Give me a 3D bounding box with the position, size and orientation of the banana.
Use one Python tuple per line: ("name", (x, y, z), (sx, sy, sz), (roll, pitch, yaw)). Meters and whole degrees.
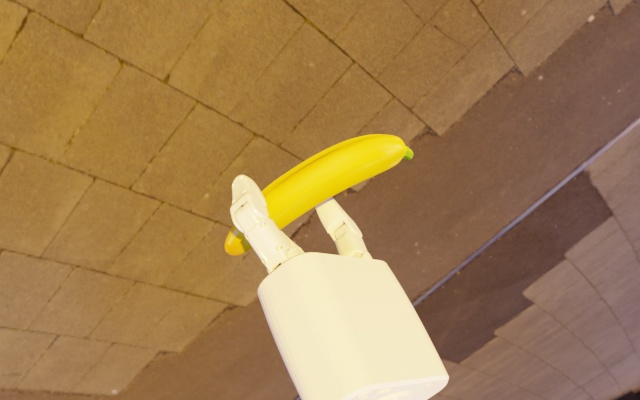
("banana", (0.000, -0.010, 0.415), (0.198, 0.037, 0.070), (-27, -35, -7))
